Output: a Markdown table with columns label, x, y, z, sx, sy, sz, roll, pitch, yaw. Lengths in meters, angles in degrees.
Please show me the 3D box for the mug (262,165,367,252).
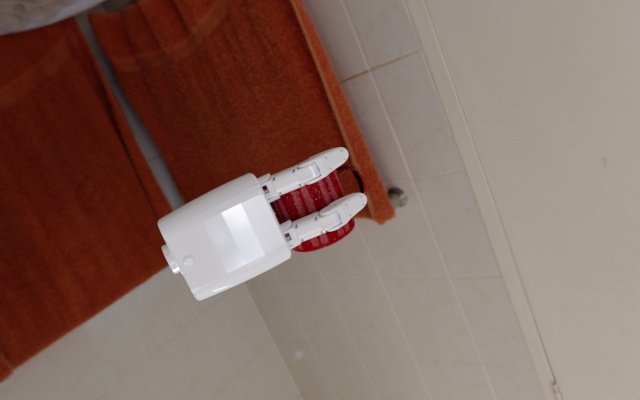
| label | x | y | z | sx | sy | sz | roll | pitch | yaw |
| --- | --- | --- | --- | --- | --- | --- | --- | --- | --- |
| mug | 0.001 | 0.001 | 0.554 | 0.117 | 0.081 | 0.093 | -26 | 14 | -13 |
